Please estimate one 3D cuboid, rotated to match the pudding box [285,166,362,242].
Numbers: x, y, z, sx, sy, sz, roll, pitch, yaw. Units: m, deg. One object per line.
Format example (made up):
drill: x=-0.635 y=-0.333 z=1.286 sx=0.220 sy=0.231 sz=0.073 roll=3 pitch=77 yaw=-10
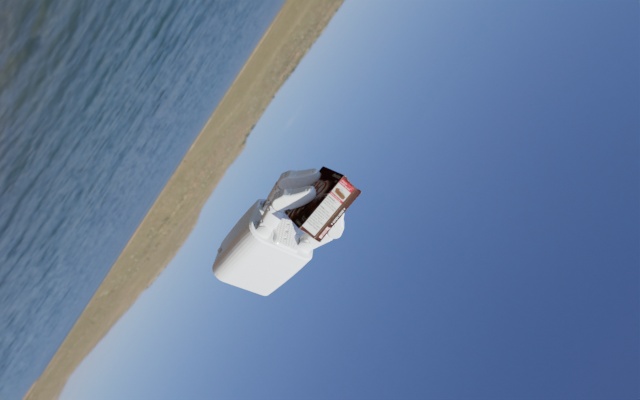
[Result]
pudding box: x=0.000 y=0.002 z=0.654 sx=0.039 sy=0.090 sz=0.113 roll=40 pitch=-1 yaw=-19
